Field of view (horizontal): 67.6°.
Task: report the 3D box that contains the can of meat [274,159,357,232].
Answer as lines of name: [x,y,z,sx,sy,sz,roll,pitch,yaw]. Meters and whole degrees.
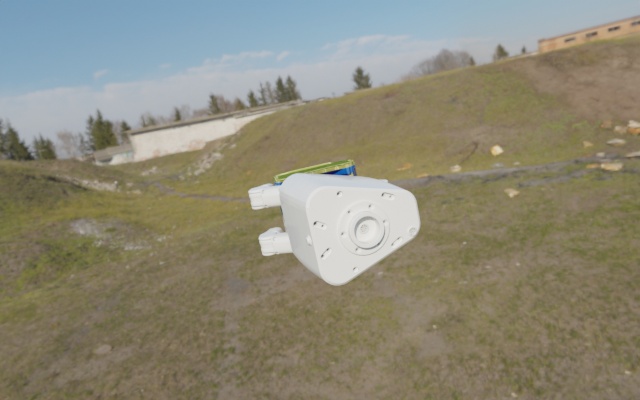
can of meat: [0.000,0.002,0.571,0.102,0.084,0.057,-14,11,-10]
